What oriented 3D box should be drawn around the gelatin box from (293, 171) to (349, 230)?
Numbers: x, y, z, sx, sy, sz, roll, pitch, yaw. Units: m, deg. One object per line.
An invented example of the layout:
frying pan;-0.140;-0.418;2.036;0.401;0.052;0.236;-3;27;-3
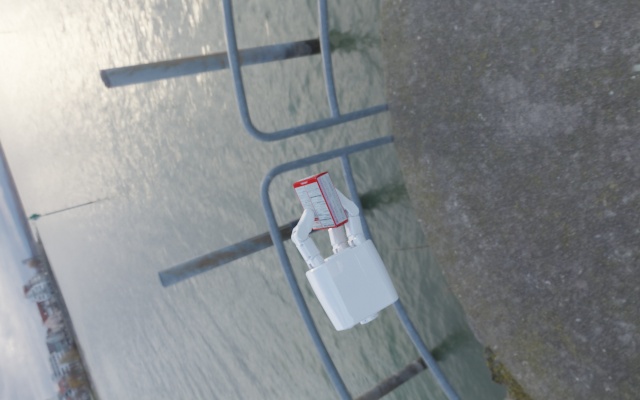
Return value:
gelatin box;0.000;0.002;0.776;0.030;0.089;0.073;-29;9;-32
